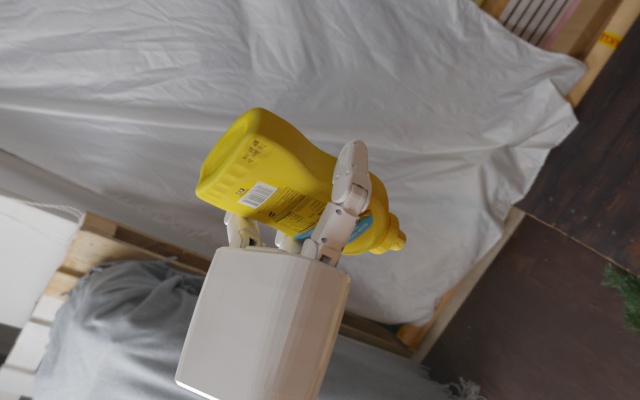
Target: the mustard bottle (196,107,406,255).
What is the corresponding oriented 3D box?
[{"bbox_3d":[0.000,0.001,0.408,0.192,0.058,0.096,27,-45,-27],"label":"mustard bottle"}]
